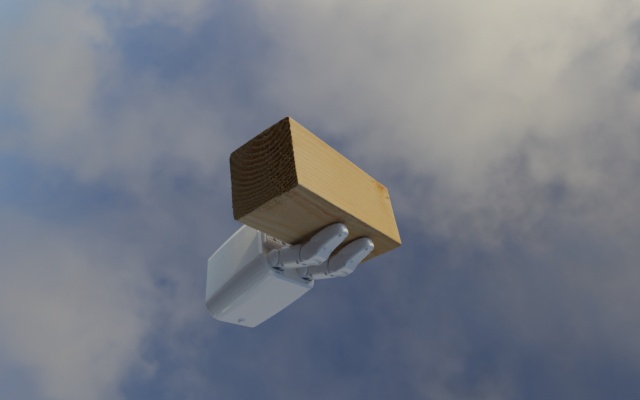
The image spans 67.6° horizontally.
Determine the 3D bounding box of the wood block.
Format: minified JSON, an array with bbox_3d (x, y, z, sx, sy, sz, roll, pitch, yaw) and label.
[{"bbox_3d":[0.000,0.002,0.565,0.090,0.090,0.206,-28,-36,26],"label":"wood block"}]
